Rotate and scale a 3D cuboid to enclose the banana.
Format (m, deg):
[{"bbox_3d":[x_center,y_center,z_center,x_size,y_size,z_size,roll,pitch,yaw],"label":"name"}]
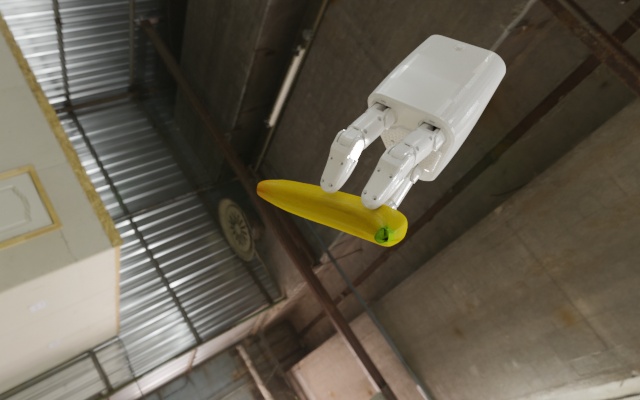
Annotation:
[{"bbox_3d":[0.015,0.008,0.455,0.070,0.037,0.197,24,-5,-39],"label":"banana"}]
